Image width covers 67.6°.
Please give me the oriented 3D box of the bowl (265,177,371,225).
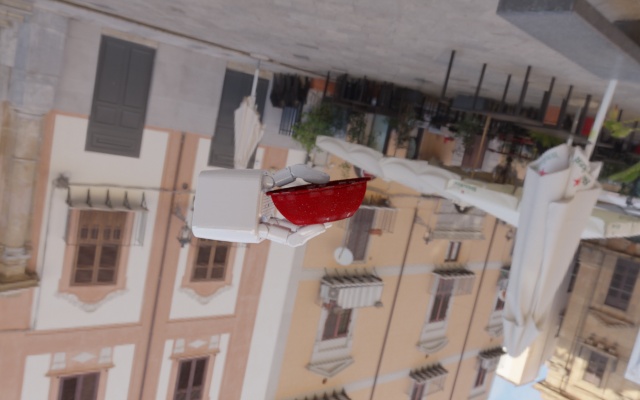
[{"bbox_3d":[0.001,0.003,0.721,0.162,0.055,0.162,-9,4,1],"label":"bowl"}]
